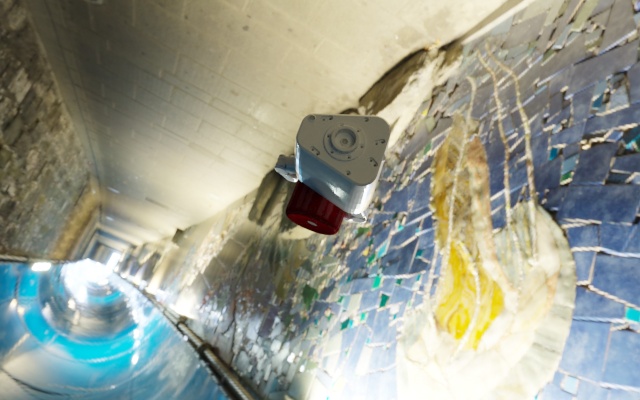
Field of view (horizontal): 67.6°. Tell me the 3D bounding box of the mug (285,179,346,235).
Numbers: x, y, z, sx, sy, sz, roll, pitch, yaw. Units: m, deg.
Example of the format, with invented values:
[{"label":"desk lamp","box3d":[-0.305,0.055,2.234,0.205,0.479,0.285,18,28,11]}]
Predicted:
[{"label":"mug","box3d":[0.000,0.003,0.705,0.093,0.081,0.117,20,-18,7]}]
